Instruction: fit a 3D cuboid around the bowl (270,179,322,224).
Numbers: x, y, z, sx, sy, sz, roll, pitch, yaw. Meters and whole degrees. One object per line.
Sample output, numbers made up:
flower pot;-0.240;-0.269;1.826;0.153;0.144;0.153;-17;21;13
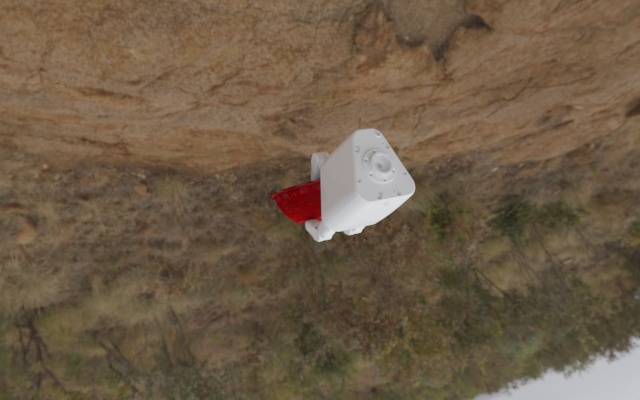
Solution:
bowl;0.000;0.003;0.797;0.162;0.055;0.162;-12;-5;-1
